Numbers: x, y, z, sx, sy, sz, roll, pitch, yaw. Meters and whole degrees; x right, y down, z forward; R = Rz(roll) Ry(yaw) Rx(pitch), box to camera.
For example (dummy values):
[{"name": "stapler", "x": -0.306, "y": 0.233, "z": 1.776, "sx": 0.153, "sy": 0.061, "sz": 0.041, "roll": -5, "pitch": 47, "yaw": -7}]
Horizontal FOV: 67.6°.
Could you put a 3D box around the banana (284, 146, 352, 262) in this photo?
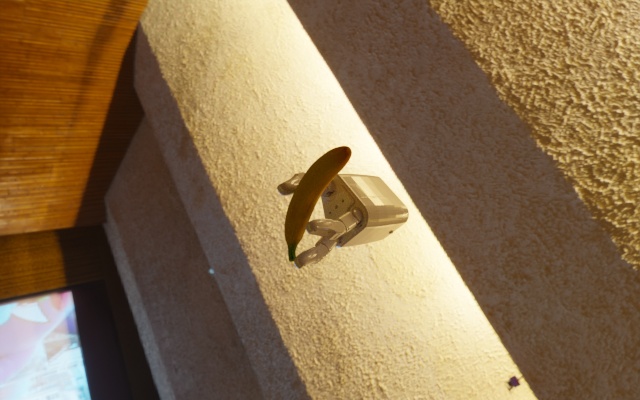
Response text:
[{"name": "banana", "x": -0.010, "y": -0.006, "z": 0.692, "sx": 0.037, "sy": 0.198, "sz": 0.069, "roll": 3, "pitch": 35, "yaw": -38}]
